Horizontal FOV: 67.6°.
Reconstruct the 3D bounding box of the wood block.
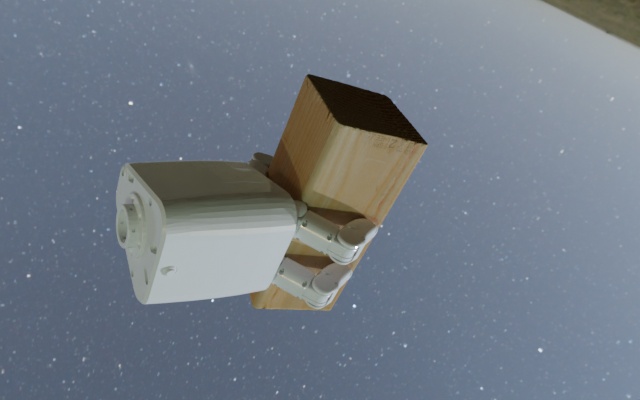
[{"bbox_3d":[0.000,0.001,0.453,0.090,0.206,0.090,8,36,-27],"label":"wood block"}]
